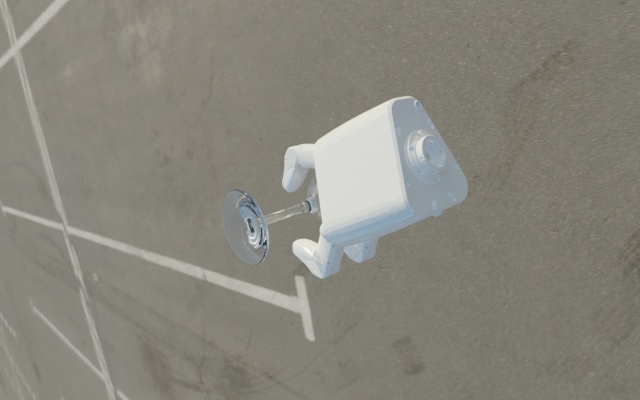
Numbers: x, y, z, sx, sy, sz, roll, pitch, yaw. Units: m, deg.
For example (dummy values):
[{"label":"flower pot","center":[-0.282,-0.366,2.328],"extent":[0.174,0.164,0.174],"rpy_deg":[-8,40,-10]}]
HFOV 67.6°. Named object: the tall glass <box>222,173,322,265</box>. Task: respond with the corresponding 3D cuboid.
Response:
[{"label":"tall glass","center":[-0.001,0.002,0.513],"extent":[0.201,0.079,0.079],"rpy_deg":[-18,12,-40]}]
